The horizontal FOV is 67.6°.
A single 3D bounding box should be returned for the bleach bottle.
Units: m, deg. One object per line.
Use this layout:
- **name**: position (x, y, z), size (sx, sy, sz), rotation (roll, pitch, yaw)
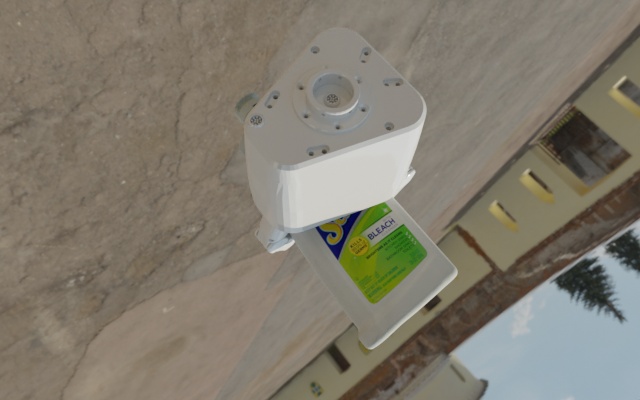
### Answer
- **bleach bottle**: position (0.000, 0.001, 0.431), size (0.102, 0.250, 0.068), rotation (-37, -16, -15)
